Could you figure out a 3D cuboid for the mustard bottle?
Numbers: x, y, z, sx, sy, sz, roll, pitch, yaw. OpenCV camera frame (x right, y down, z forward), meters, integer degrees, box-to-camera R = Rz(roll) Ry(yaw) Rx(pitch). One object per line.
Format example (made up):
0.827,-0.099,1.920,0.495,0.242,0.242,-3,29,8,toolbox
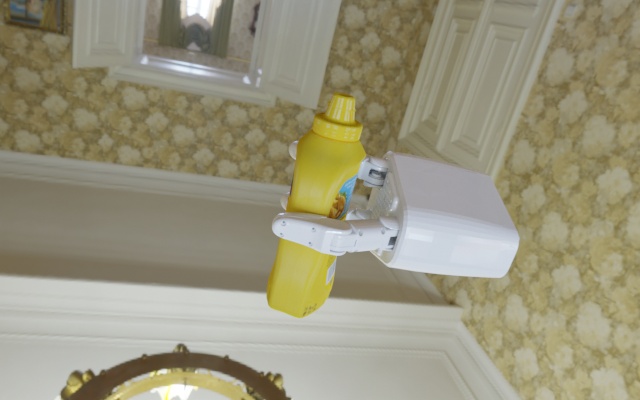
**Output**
0.000,0.002,0.421,0.058,0.192,0.096,18,23,12,mustard bottle
